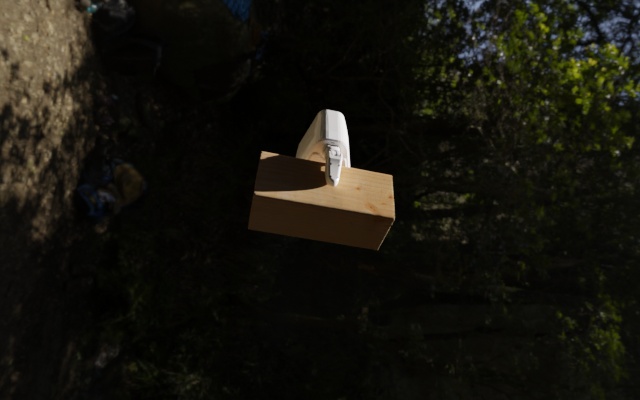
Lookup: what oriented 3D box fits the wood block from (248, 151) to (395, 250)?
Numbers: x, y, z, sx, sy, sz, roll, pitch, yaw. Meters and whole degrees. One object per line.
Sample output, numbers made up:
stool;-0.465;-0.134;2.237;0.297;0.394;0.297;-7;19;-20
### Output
wood block;0.000;0.002;0.735;0.206;0.090;0.091;10;-40;-7
